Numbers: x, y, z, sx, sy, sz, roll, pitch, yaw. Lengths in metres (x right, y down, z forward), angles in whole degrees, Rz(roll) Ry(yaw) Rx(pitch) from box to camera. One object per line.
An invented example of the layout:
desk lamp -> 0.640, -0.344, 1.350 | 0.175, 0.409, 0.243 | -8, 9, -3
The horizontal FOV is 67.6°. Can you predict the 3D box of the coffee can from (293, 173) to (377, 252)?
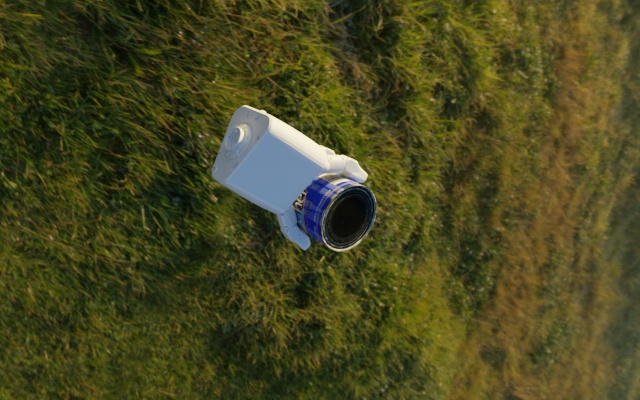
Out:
coffee can -> 0.000, 0.002, 0.725 | 0.103, 0.103, 0.140 | 0, 20, -40
